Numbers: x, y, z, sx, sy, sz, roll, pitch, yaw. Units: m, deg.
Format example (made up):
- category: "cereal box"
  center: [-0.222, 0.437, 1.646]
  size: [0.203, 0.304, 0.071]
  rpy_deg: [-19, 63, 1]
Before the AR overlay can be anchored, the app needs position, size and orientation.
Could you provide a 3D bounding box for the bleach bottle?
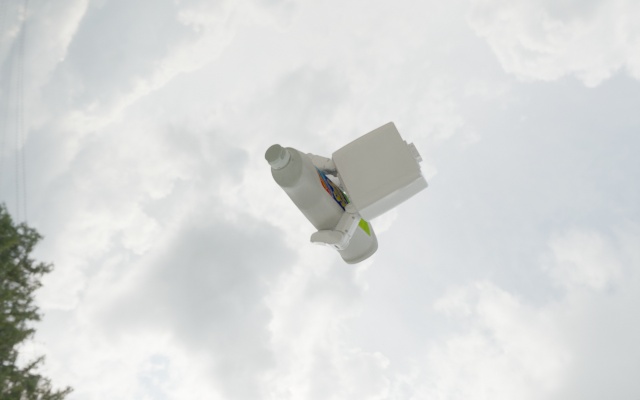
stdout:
- category: "bleach bottle"
  center: [0.000, 0.002, 0.717]
  size: [0.068, 0.102, 0.251]
  rpy_deg: [-30, -41, 14]
